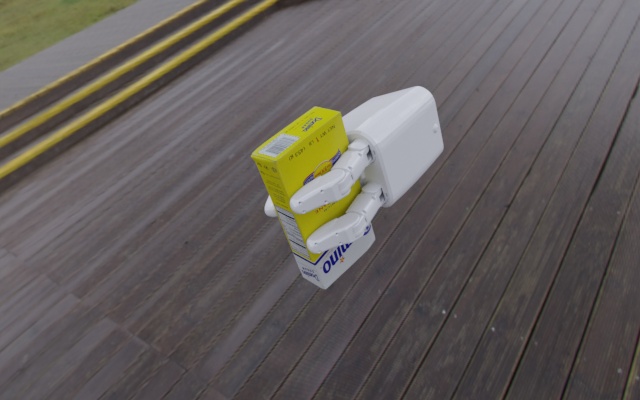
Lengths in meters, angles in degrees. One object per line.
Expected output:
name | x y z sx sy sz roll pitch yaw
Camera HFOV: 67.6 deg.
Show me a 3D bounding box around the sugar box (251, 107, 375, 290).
sugar box | 0.001 0.002 0.507 0.093 0.176 0.048 -40 38 -26
